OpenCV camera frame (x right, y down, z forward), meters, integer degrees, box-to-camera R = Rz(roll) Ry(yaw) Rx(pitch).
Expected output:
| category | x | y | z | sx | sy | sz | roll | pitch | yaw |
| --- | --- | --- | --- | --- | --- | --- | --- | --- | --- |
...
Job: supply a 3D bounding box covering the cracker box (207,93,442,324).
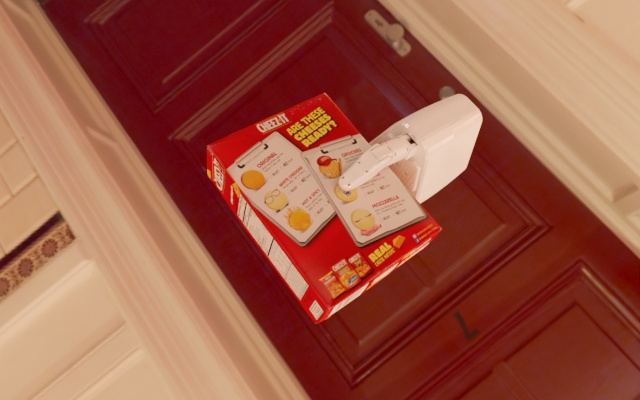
| category | x | y | z | sx | sy | sz | roll | pitch | yaw |
| --- | --- | --- | --- | --- | --- | --- | --- | --- | --- |
| cracker box | 0.000 | 0.002 | 0.531 | 0.164 | 0.213 | 0.072 | -30 | -18 | -28 |
